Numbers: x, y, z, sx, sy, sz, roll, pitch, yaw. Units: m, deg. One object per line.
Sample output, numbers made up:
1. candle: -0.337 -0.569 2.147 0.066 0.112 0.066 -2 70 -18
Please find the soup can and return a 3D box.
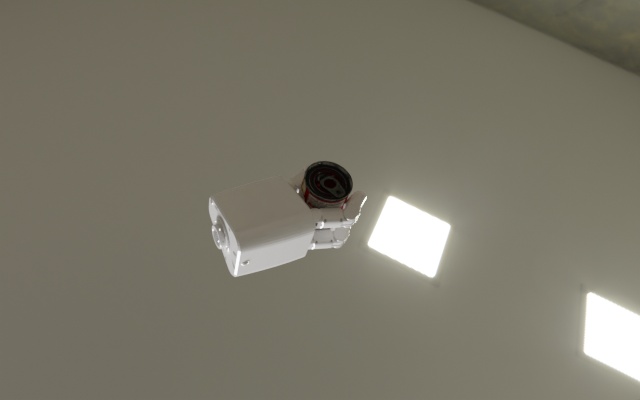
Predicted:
1. soup can: 0.000 0.002 0.682 0.068 0.068 0.102 0 -36 -16
